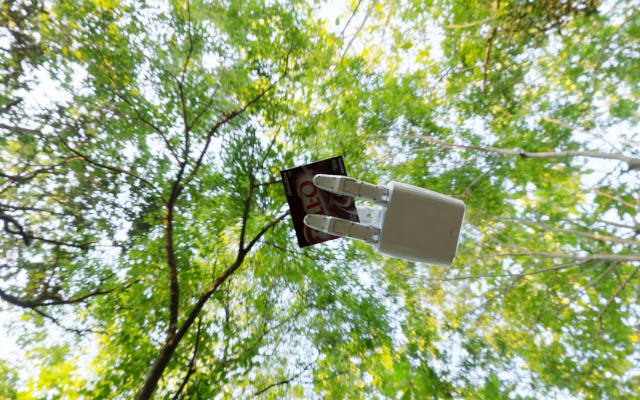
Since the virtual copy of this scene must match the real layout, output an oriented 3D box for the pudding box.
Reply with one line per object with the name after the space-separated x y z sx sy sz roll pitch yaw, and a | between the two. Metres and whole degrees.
0.000 0.002 0.666 0.090 0.113 0.039 -15 -3 -2 | pudding box
